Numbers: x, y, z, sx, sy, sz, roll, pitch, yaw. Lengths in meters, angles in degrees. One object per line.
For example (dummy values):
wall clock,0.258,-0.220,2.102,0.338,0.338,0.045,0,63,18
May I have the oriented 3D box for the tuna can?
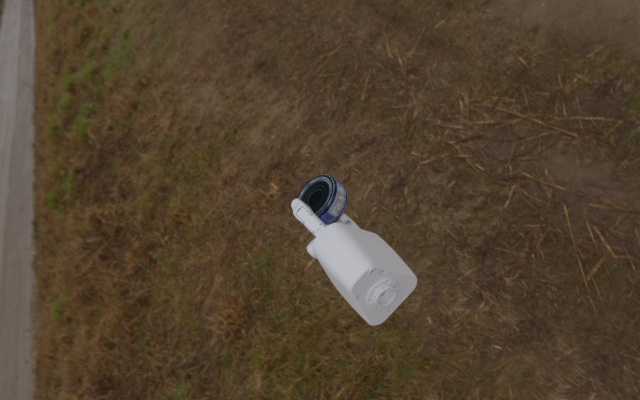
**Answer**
tuna can,0.000,0.002,0.750,0.086,0.086,0.034,0,-28,47
